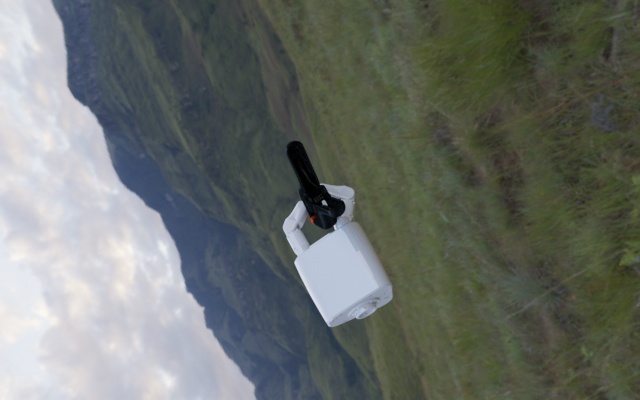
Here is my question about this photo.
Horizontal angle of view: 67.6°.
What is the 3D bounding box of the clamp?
[{"bbox_3d":[0.000,0.002,0.672,0.039,0.120,0.172,-28,-29,-5],"label":"clamp"}]
